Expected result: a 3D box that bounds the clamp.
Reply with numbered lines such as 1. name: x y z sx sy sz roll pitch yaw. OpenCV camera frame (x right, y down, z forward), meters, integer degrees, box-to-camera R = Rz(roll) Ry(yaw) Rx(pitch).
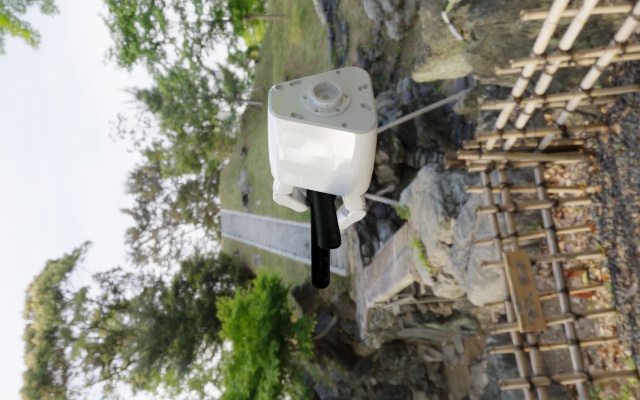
1. clamp: -0.001 0.001 0.610 0.036 0.209 0.165 0 -33 -6
